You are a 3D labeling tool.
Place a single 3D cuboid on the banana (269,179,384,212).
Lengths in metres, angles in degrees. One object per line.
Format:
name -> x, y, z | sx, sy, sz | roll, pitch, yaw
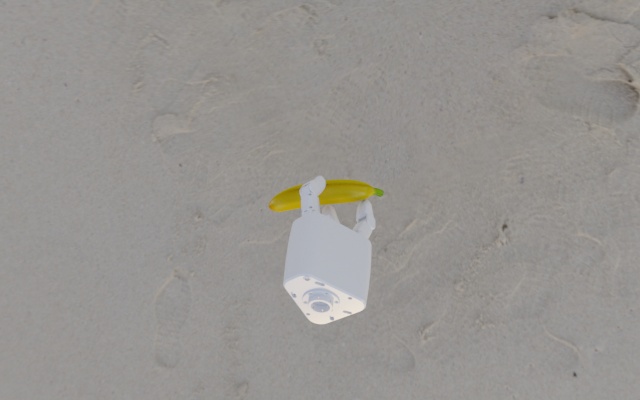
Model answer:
banana -> -0.002, -0.005, 0.767 | 0.198, 0.037, 0.070 | -5, -26, 16
